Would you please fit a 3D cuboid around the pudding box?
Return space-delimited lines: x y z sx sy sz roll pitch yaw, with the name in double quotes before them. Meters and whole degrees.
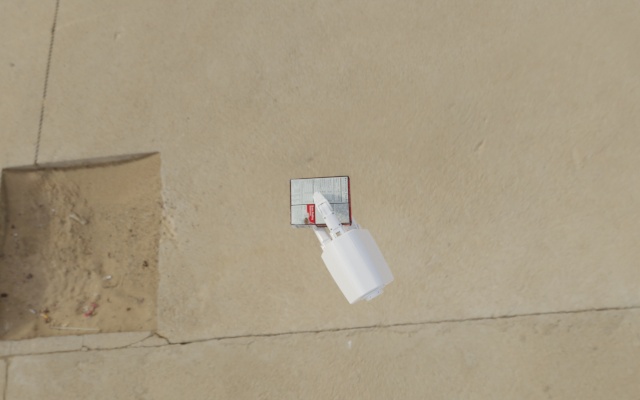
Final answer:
"pudding box" 0.000 0.003 0.877 0.113 0.090 0.039 -2 -11 5
